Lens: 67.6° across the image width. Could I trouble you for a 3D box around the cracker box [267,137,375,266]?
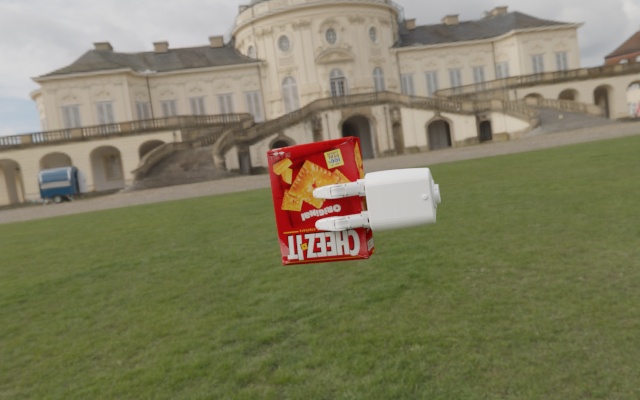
[{"bbox_3d":[0.000,0.003,0.860,0.164,0.214,0.072,-7,3,17],"label":"cracker box"}]
